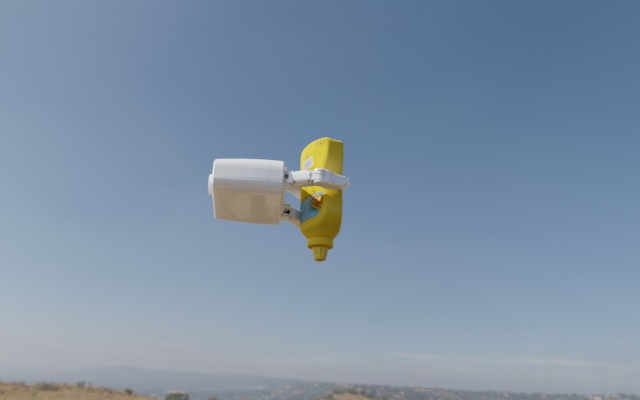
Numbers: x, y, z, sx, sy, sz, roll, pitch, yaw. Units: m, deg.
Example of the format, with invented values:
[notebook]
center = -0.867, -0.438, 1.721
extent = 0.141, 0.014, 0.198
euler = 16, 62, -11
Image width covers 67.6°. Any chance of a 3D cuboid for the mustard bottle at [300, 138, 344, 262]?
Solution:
[mustard bottle]
center = 0.000, 0.002, 0.769
extent = 0.058, 0.191, 0.096
euler = 12, -23, -28
